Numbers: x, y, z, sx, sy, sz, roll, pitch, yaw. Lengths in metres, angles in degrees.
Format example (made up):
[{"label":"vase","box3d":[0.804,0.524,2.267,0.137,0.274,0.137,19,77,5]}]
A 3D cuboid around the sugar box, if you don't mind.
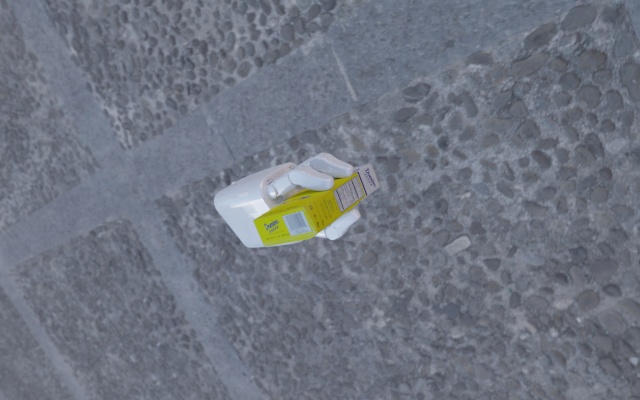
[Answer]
[{"label":"sugar box","box3d":[0.000,0.002,0.654,0.093,0.048,0.176,-14,15,37]}]
